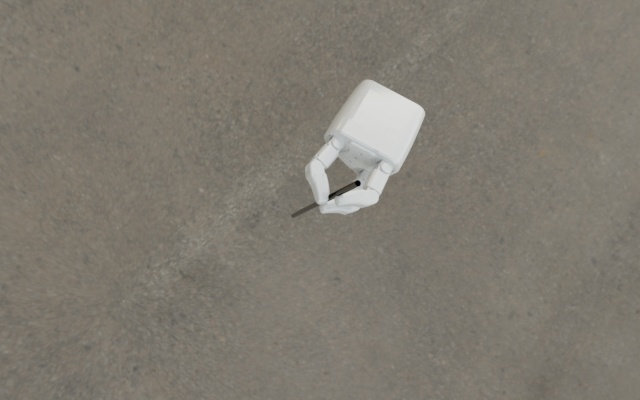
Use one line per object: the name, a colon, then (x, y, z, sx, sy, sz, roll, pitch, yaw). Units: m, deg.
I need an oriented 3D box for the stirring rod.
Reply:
stirring rod: (0.000, 0.002, 0.682, 0.011, 0.011, 0.239, 0, -11, -22)
